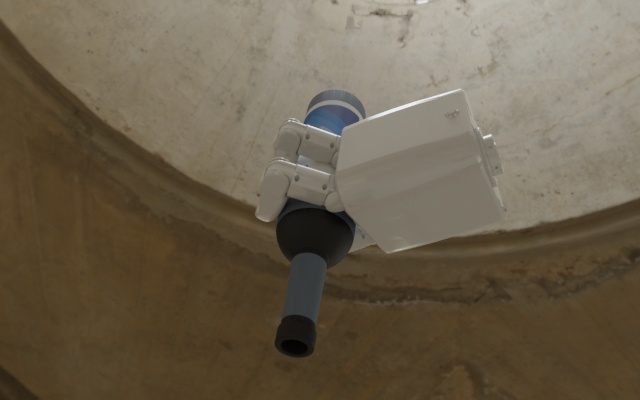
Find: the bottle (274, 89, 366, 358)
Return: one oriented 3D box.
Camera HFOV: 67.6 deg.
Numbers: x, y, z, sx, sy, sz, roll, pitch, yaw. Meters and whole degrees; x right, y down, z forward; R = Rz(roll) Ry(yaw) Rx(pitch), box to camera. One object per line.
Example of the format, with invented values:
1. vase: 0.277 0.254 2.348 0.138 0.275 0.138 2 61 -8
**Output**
1. bottle: 0.000 0.001 0.428 0.069 0.069 0.295 0 41 9
